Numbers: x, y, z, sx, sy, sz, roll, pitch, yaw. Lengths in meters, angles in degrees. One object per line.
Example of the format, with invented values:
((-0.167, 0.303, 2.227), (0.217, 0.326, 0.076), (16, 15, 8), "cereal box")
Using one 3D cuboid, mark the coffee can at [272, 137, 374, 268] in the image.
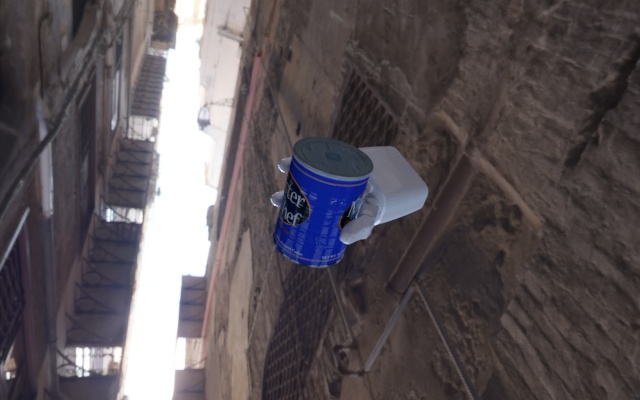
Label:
((0.000, 0.002, 0.625), (0.103, 0.140, 0.102), (12, 30, -7), "coffee can")
